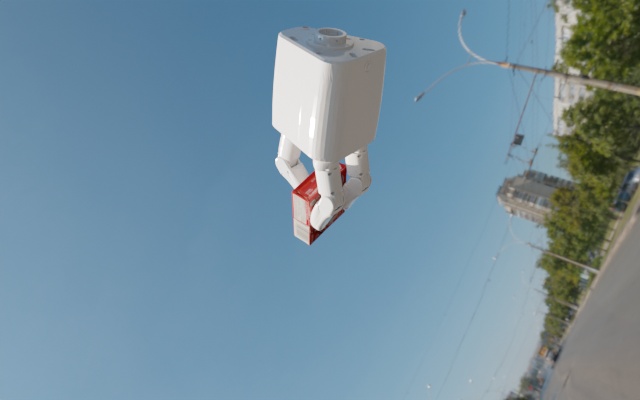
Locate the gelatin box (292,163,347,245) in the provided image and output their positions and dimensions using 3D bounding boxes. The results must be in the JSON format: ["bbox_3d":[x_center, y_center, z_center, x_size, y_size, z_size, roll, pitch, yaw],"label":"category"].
[{"bbox_3d":[0.000,0.002,0.590,0.030,0.089,0.073,32,56,24],"label":"gelatin box"}]
